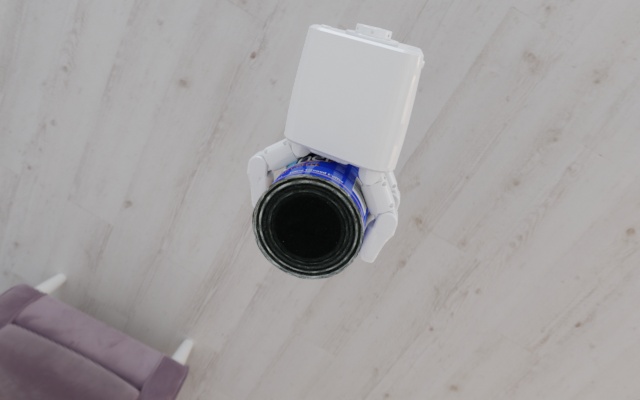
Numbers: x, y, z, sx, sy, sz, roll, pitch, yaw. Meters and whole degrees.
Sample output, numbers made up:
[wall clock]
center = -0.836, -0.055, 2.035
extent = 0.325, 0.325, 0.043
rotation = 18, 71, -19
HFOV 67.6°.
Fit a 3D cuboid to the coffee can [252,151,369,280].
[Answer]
[coffee can]
center = 0.000, 0.002, 0.490
extent = 0.103, 0.103, 0.140
rotation = 0, 21, 11
